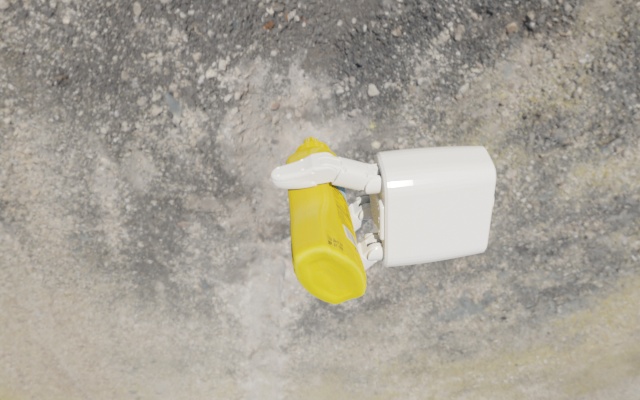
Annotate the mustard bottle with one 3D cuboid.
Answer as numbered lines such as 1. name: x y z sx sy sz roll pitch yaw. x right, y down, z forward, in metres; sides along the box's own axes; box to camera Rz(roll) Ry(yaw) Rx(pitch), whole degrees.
1. mustard bottle: 0.000 0.002 0.488 0.058 0.191 0.096 -23 -44 15
